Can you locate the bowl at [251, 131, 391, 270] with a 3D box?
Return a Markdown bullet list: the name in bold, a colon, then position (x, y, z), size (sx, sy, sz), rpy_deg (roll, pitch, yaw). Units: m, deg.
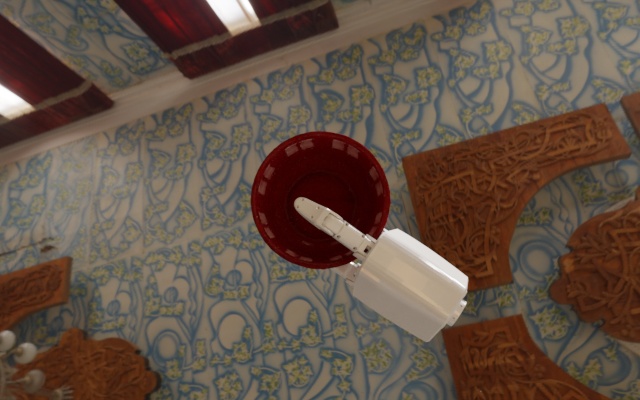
- **bowl**: position (-0.001, 0.001, 0.575), size (0.162, 0.162, 0.055), rpy_deg (0, -9, 0)
